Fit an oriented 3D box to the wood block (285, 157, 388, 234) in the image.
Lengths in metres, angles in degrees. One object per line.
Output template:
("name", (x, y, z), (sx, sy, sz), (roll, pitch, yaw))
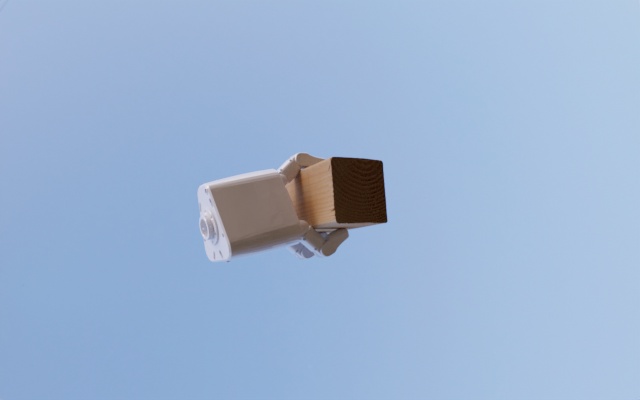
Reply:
("wood block", (0.000, 0.002, 0.724), (0.090, 0.091, 0.206), (1, -9, -32))
